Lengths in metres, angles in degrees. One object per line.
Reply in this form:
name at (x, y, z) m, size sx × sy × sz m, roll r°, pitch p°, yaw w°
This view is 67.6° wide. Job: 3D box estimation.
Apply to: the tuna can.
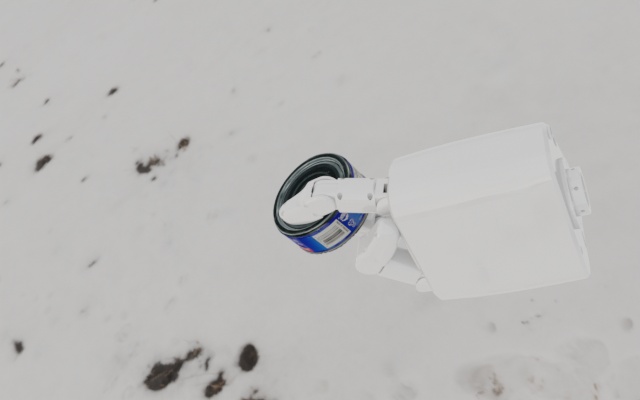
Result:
tuna can at (0.000, 0.001, 0.416) m, size 0.086 × 0.086 × 0.034 m, roll 0°, pitch -30°, yaw 44°
